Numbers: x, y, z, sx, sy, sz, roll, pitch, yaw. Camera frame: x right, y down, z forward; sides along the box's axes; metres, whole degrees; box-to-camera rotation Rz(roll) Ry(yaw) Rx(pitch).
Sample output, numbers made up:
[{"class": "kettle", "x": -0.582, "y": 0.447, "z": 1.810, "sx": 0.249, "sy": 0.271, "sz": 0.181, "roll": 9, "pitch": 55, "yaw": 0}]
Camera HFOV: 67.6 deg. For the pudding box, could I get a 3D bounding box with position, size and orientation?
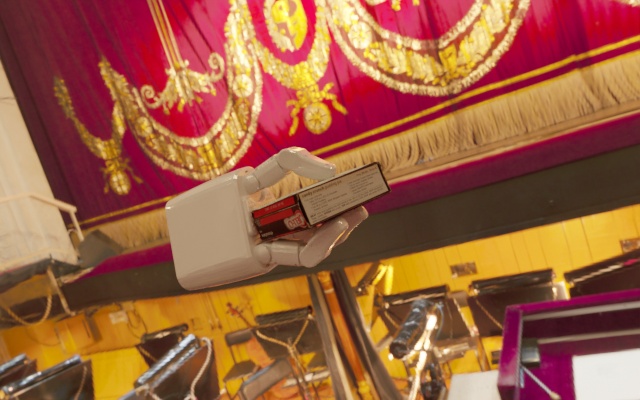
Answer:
[{"class": "pudding box", "x": 0.000, "y": 0.001, "z": 0.479, "sx": 0.113, "sy": 0.039, "sz": 0.090, "roll": -25, "pitch": 4, "yaw": -37}]
